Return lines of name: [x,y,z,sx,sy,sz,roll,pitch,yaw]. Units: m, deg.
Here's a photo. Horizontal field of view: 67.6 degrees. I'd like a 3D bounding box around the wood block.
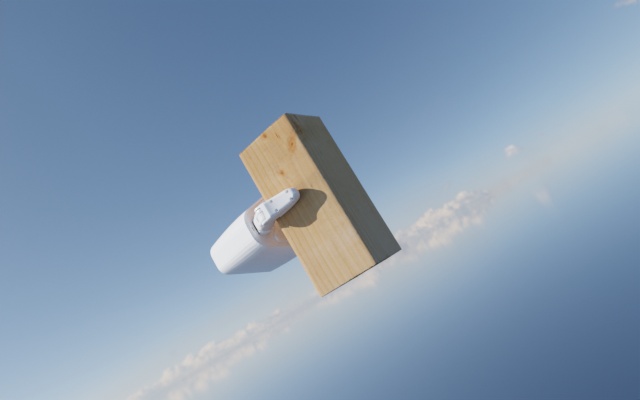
wood block: [0.000,0.002,0.601,0.090,0.206,0.091,-37,-11,27]
